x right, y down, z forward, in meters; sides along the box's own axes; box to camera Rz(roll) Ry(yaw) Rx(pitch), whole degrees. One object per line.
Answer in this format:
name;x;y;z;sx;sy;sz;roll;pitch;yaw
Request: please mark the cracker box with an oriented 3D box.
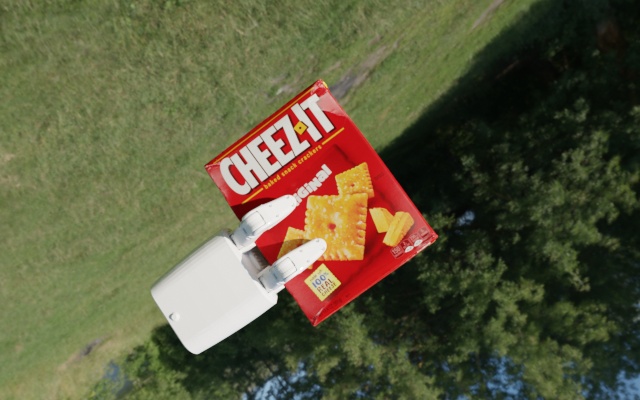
cracker box;0.000;0.002;0.532;0.164;0.213;0.072;-36;-6;5
